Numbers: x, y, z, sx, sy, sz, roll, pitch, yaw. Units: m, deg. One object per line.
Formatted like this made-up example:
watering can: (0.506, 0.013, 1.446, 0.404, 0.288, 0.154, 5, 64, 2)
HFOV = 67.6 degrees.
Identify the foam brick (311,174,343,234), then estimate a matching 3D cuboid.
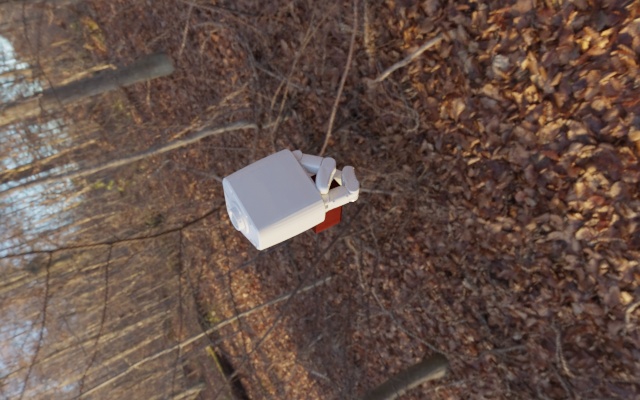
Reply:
foam brick: (0.000, 0.003, 0.745, 0.051, 0.078, 0.053, -27, 55, -24)
